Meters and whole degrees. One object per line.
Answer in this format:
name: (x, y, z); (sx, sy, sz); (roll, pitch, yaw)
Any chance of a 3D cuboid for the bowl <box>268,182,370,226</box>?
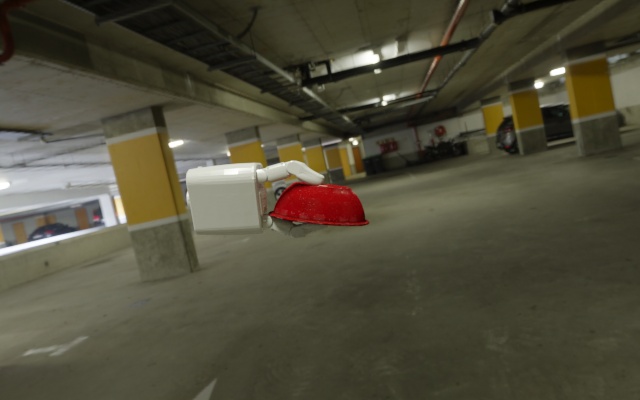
bowl: (0.001, 0.002, 0.759); (0.162, 0.055, 0.162); (6, 4, 0)
